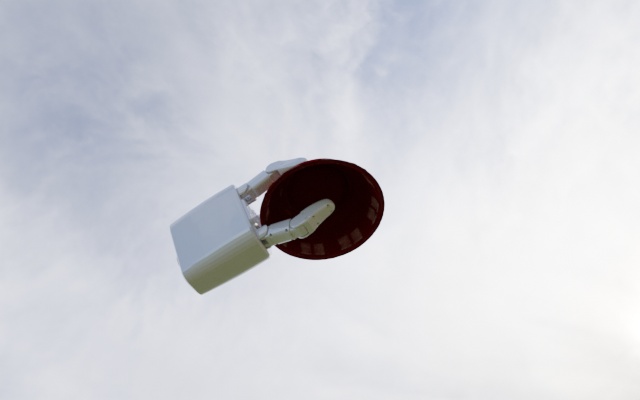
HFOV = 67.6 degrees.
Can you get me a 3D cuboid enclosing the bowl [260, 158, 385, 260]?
[{"bbox_3d":[0.001,0.001,0.631,0.162,0.162,0.055,0,36,-9],"label":"bowl"}]
